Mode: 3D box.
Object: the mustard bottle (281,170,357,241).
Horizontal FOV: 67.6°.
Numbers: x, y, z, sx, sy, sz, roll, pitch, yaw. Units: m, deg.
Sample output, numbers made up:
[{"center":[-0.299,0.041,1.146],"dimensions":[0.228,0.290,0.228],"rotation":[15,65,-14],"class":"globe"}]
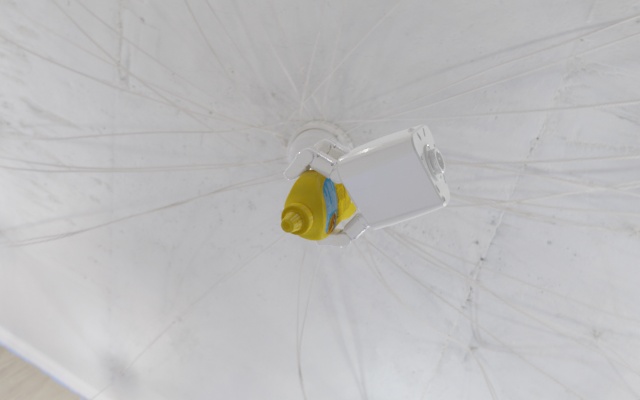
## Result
[{"center":[0.000,0.002,0.661],"dimensions":[0.058,0.096,0.191],"rotation":[7,21,24],"class":"mustard bottle"}]
